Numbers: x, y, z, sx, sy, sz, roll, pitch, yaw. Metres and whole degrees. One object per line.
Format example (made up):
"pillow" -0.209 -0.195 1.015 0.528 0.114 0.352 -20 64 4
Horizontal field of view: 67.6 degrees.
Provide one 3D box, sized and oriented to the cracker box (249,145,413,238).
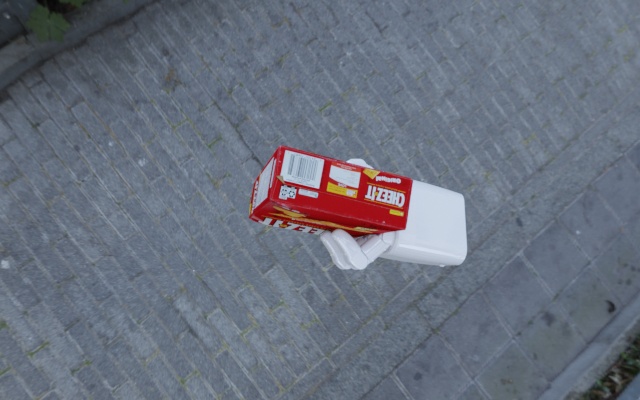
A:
"cracker box" 0.000 0.002 0.631 0.164 0.072 0.214 13 -11 -13
